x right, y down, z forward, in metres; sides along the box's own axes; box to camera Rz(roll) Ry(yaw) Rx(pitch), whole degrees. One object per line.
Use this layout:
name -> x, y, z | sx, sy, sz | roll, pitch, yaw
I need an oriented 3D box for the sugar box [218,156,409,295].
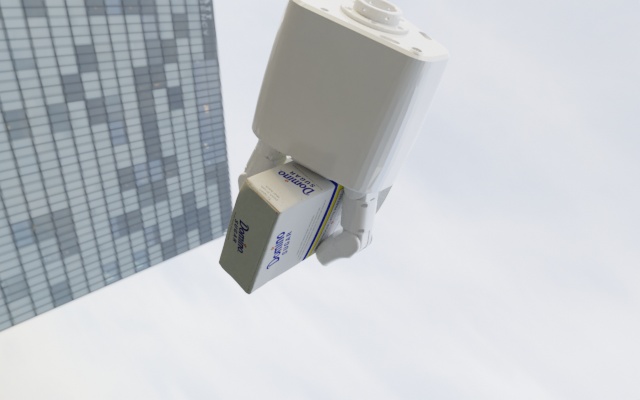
sugar box -> 0.000, 0.001, 0.408 | 0.048, 0.093, 0.176 | 42, 41, 23
